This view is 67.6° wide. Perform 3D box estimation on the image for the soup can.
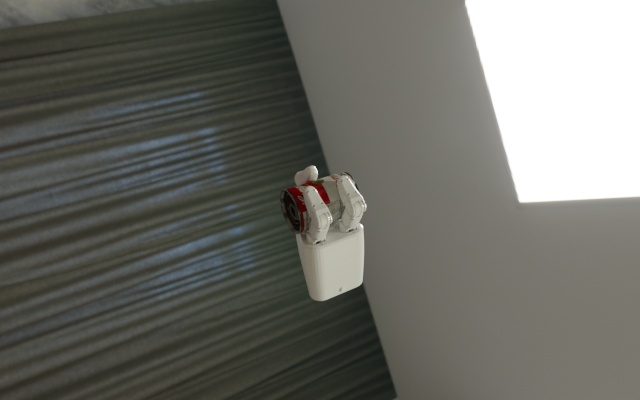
[{"bbox_3d":[0.000,0.002,0.709,0.102,0.068,0.068,-18,7,-22],"label":"soup can"}]
